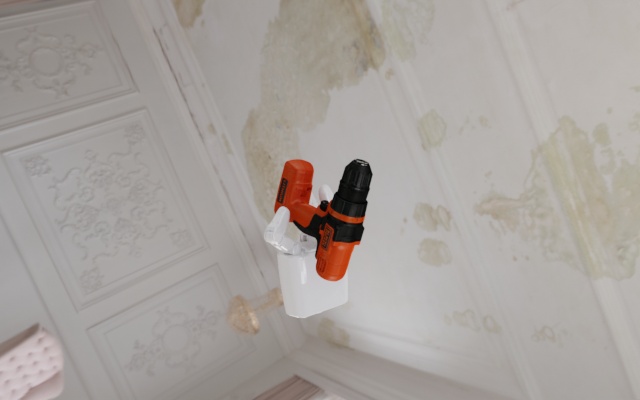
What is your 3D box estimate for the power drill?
[{"bbox_3d":[0.000,0.002,0.725,0.057,0.184,0.187,4,22,-32],"label":"power drill"}]
